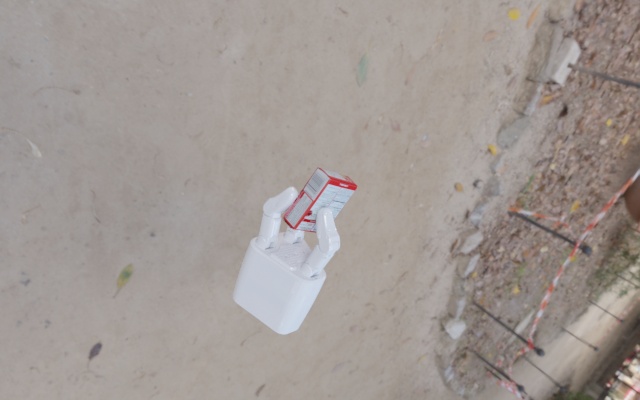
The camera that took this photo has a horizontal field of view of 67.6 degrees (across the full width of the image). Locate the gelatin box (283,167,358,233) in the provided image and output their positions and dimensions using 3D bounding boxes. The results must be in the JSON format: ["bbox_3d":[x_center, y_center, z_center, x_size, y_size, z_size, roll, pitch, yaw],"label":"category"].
[{"bbox_3d":[0.001,0.002,0.652,0.030,0.089,0.073,46,19,30],"label":"gelatin box"}]
